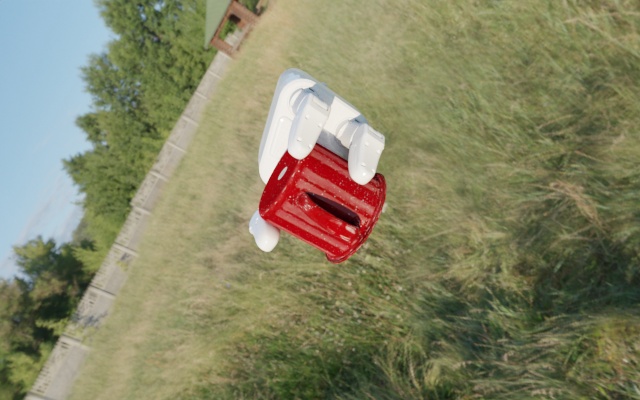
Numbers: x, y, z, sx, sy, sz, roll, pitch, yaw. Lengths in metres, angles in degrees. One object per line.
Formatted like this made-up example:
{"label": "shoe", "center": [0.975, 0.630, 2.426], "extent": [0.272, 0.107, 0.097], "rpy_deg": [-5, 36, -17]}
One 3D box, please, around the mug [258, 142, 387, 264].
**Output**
{"label": "mug", "center": [0.000, 0.002, 0.412], "extent": [0.081, 0.093, 0.117], "rpy_deg": [29, 14, -18]}
